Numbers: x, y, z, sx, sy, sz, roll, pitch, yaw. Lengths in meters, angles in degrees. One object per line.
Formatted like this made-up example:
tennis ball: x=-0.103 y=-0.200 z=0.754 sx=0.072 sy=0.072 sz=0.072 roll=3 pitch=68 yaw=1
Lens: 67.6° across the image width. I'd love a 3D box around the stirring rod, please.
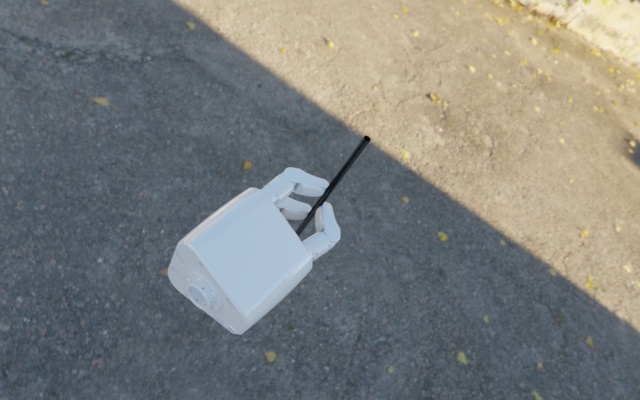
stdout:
stirring rod: x=0.000 y=0.002 z=0.580 sx=0.011 sy=0.011 sz=0.240 roll=0 pitch=-33 yaw=-29
